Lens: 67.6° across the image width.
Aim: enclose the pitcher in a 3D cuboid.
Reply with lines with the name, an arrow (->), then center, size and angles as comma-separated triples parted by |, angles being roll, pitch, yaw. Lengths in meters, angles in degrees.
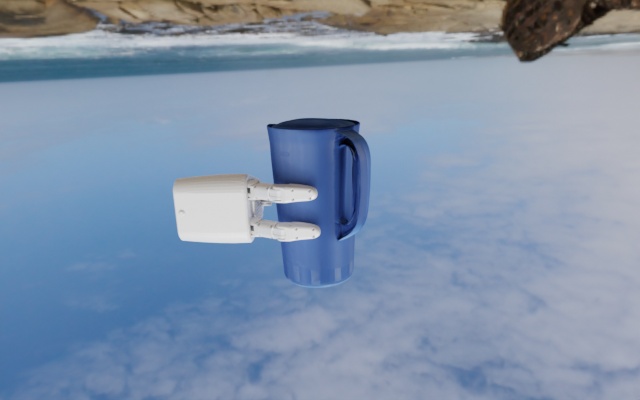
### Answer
pitcher -> 0.000, 0.002, 0.701 | 0.145, 0.243, 0.149 | -1, 15, 5
